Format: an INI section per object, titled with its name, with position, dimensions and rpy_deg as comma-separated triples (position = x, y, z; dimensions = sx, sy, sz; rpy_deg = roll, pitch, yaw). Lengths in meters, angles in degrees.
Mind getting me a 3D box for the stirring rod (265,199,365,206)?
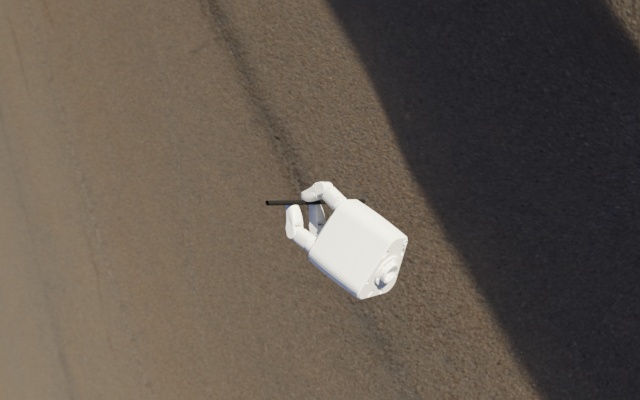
[stirring rod]
position = 0.000, 0.003, 0.805
dimensions = 0.011, 0.011, 0.239
rpy_deg = 0, 1, 42
